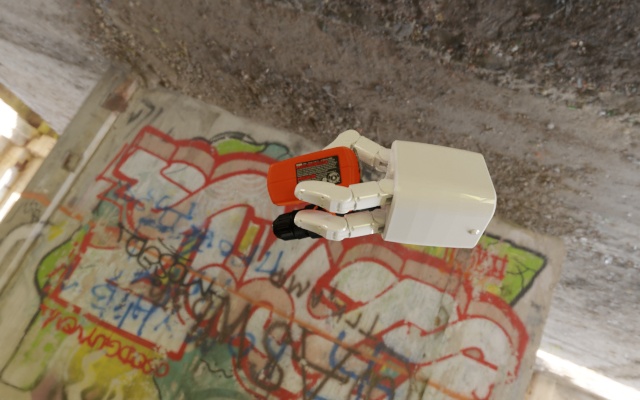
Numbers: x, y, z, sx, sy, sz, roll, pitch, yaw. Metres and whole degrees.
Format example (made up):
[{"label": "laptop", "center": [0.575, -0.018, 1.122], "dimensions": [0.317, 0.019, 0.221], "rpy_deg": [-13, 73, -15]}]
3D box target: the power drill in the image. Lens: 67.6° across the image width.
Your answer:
[{"label": "power drill", "center": [0.000, 0.002, 0.609], "dimensions": [0.184, 0.057, 0.188], "rpy_deg": [-14, -20, 12]}]
